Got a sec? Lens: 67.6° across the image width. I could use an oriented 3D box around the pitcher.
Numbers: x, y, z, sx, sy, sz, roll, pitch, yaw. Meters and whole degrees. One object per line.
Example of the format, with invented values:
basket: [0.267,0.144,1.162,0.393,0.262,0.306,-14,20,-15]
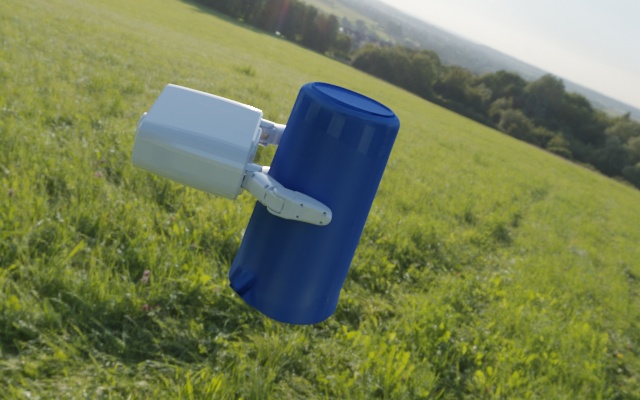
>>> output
pitcher: [0.000,0.002,0.530,0.145,0.243,0.149,18,22,-8]
